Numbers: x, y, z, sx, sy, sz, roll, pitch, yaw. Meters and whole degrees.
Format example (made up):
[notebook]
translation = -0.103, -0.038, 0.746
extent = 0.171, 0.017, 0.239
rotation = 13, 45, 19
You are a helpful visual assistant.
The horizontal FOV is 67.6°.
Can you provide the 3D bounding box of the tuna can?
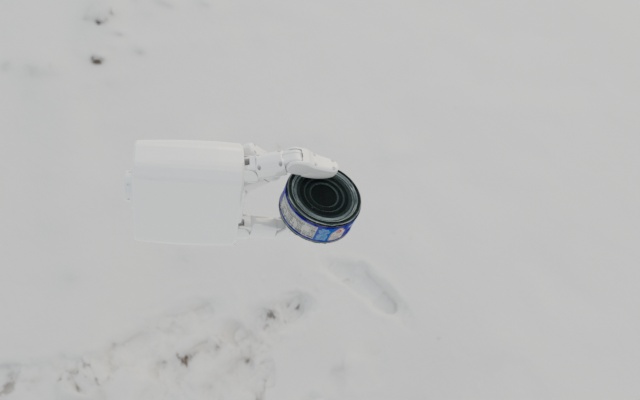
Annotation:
[tuna can]
translation = 0.000, 0.001, 0.515
extent = 0.086, 0.086, 0.034
rotation = 0, -36, -22
